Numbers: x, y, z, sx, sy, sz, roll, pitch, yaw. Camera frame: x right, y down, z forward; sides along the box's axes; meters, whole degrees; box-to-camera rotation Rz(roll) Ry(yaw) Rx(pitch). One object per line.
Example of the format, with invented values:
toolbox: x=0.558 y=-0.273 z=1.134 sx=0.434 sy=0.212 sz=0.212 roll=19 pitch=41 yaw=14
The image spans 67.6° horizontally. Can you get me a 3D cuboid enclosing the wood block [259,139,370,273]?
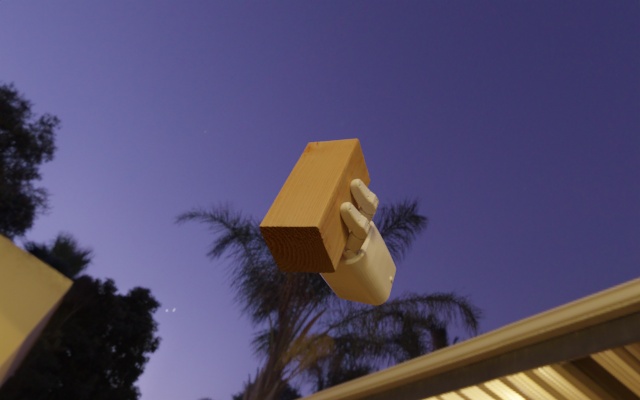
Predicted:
wood block: x=0.000 y=0.003 z=0.719 sx=0.091 sy=0.090 sz=0.206 roll=-2 pitch=38 yaw=25
